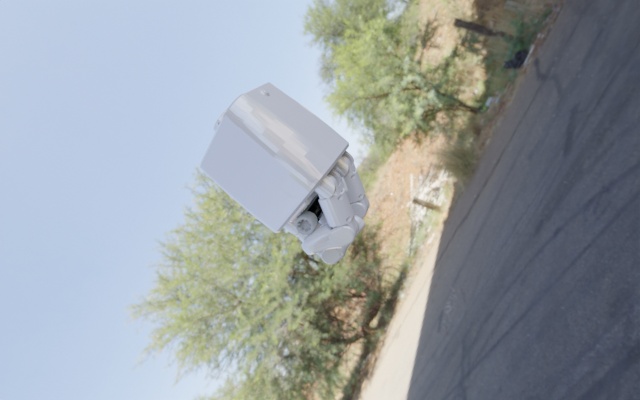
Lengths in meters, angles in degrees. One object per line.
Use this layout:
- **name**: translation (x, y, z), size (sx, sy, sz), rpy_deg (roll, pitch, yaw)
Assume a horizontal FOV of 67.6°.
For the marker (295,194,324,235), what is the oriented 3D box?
- **marker**: translation (0.000, 0.002, 0.508), size (0.020, 0.020, 0.121), rpy_deg (0, 22, 16)
